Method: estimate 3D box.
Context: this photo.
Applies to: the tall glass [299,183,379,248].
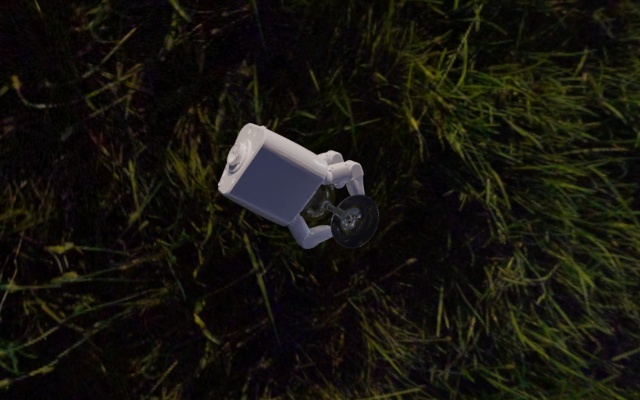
[{"bbox_3d":[0.001,0.003,0.714,0.079,0.079,0.201,0,15,-29],"label":"tall glass"}]
